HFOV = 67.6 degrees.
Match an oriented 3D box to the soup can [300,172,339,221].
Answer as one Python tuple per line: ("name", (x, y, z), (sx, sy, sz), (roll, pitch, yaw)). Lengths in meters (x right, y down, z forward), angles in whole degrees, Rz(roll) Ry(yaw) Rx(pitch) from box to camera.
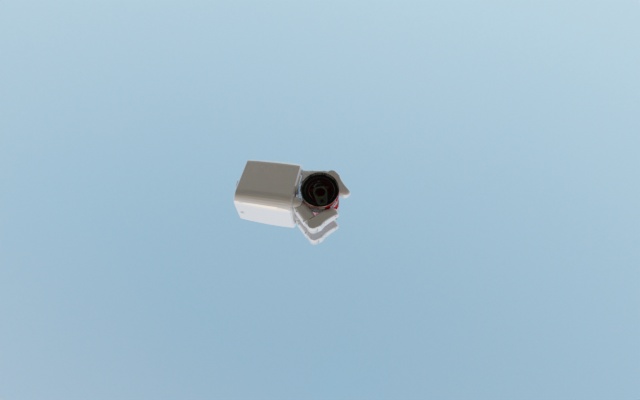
("soup can", (0.001, 0.003, 0.870), (0.068, 0.068, 0.102), (0, -26, 2))
